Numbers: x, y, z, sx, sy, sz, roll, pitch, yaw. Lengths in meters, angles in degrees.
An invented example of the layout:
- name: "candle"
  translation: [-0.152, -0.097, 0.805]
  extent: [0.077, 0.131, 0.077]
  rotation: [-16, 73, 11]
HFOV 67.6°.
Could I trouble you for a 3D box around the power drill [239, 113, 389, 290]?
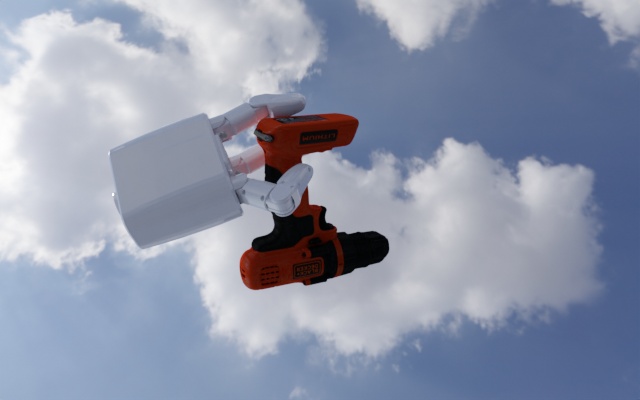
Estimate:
- name: "power drill"
  translation: [0.000, 0.001, 0.525]
  extent: [0.184, 0.188, 0.057]
  rotation: [-9, 19, -26]
